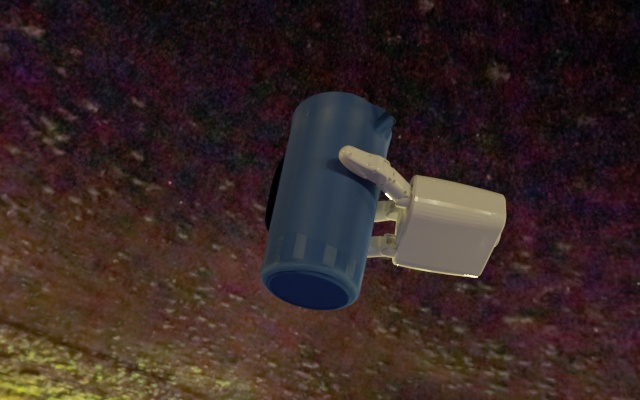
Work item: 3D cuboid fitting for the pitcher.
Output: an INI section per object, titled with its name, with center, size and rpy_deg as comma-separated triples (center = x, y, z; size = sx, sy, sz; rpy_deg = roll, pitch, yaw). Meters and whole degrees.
[pitcher]
center = 0.000, 0.002, 0.573
size = 0.145, 0.242, 0.149
rpy_deg = 12, -34, 1
